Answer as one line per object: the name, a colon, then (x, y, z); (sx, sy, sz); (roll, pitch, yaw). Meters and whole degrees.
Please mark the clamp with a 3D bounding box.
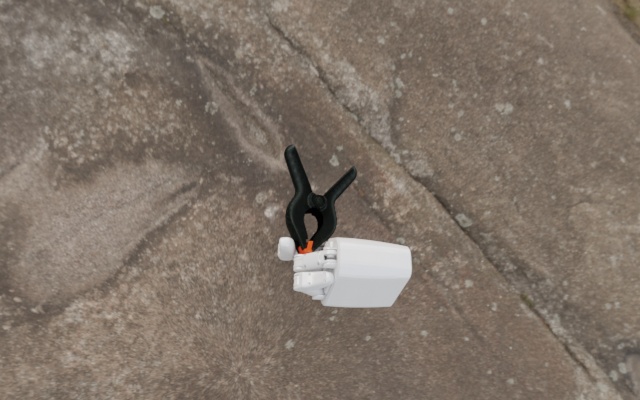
clamp: (0.000, 0.002, 0.719); (0.120, 0.171, 0.039); (7, -21, -15)
